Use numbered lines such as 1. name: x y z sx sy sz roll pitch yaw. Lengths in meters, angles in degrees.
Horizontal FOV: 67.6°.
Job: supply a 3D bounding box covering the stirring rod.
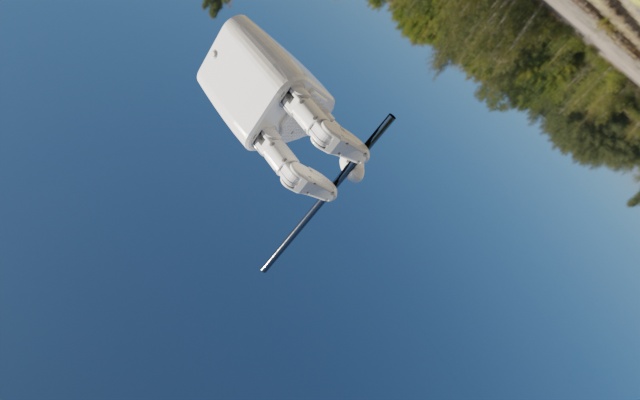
1. stirring rod: 0.000 0.002 0.505 0.011 0.011 0.240 0 -42 -49
